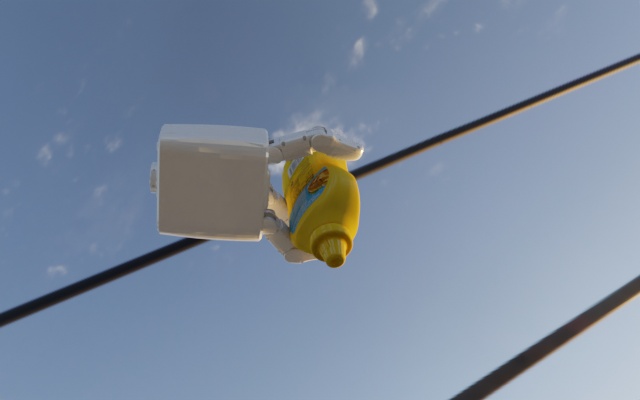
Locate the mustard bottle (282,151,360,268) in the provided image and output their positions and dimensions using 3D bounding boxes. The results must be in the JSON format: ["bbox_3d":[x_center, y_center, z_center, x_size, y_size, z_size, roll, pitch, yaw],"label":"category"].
[{"bbox_3d":[0.000,0.002,0.514,0.058,0.096,0.191,25,27,-24],"label":"mustard bottle"}]
